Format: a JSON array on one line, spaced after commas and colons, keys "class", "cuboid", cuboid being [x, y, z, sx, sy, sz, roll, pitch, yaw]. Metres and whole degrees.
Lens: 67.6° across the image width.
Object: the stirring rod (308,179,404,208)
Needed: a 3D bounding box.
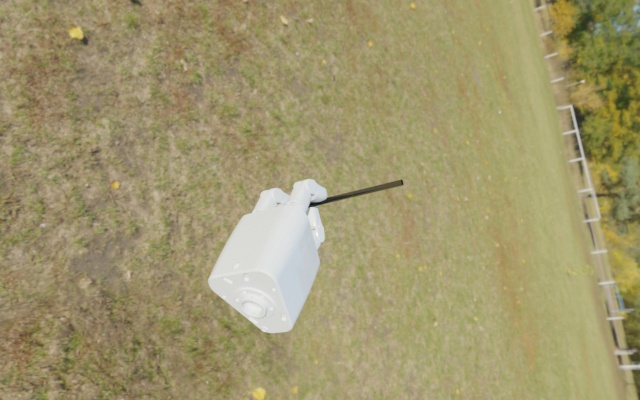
[{"class": "stirring rod", "cuboid": [0.000, 0.002, 0.656, 0.239, 0.011, 0.011, -14, -7, 29]}]
